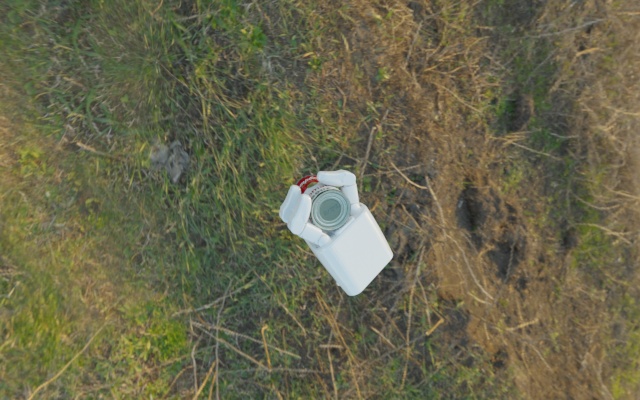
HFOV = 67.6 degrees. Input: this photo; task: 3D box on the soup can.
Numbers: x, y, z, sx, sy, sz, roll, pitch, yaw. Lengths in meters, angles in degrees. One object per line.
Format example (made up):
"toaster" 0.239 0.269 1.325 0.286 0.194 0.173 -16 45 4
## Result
"soup can" 0.000 0.002 0.768 0.068 0.068 0.102 0 15 -19
